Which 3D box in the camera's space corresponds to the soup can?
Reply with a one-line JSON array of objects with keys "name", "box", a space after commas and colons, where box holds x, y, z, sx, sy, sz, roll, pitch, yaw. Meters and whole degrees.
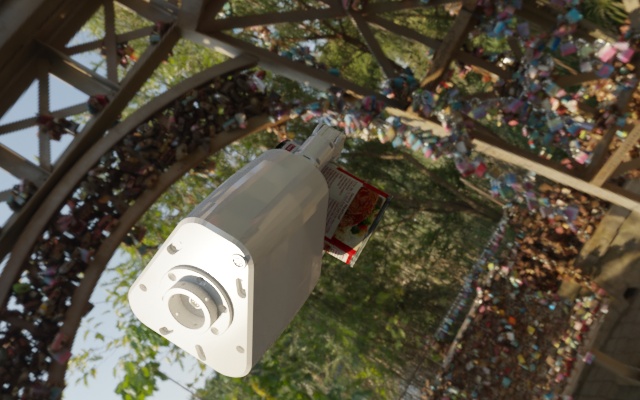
[{"name": "soup can", "box": [0.000, 0.001, 0.403, 0.102, 0.068, 0.068, 30, 4, 8]}]
